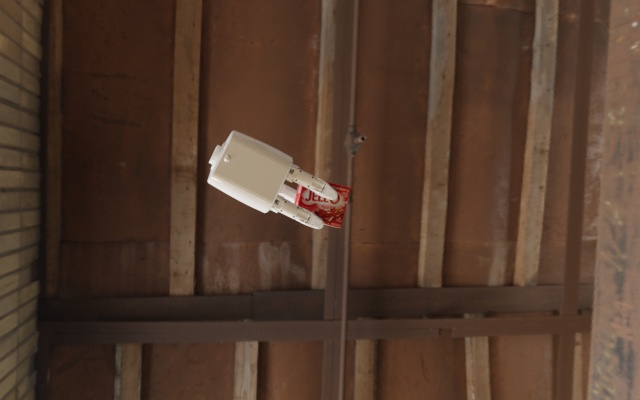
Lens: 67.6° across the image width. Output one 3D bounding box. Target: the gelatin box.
[{"bbox_3d":[0.000,0.003,0.822,0.089,0.073,0.030,13,0,-21],"label":"gelatin box"}]
